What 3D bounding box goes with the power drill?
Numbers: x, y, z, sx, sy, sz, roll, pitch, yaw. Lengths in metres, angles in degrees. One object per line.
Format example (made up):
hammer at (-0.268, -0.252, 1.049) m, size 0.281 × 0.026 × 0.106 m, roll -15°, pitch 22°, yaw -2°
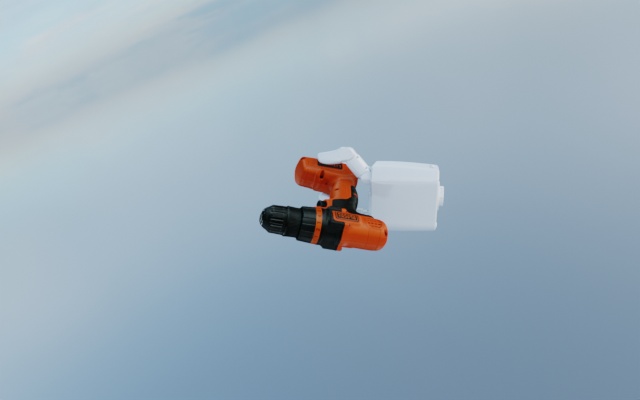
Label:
power drill at (0.000, 0.002, 0.731) m, size 0.184 × 0.057 × 0.187 m, roll 11°, pitch 32°, yaw -12°
